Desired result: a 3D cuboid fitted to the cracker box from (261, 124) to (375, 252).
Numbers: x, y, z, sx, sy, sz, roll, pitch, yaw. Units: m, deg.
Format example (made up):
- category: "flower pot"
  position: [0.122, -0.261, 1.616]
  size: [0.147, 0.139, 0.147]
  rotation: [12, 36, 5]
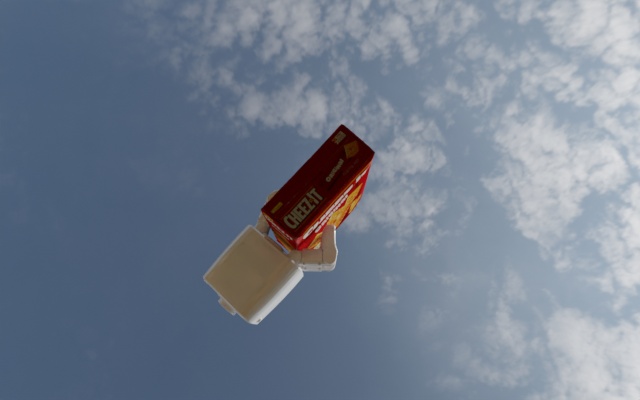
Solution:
- category: "cracker box"
  position: [0.000, 0.002, 0.728]
  size: [0.072, 0.164, 0.214]
  rotation: [40, -12, 10]
